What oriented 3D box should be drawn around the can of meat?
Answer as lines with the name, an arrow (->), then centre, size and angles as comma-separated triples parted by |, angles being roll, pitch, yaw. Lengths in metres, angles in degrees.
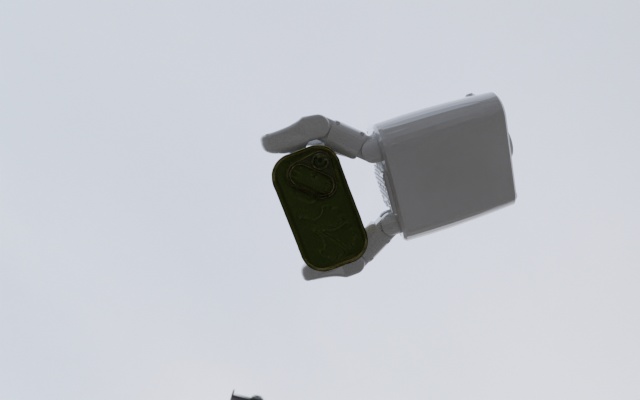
can of meat -> 0.000, 0.001, 0.427 | 0.057, 0.102, 0.084 | -21, 8, 3
